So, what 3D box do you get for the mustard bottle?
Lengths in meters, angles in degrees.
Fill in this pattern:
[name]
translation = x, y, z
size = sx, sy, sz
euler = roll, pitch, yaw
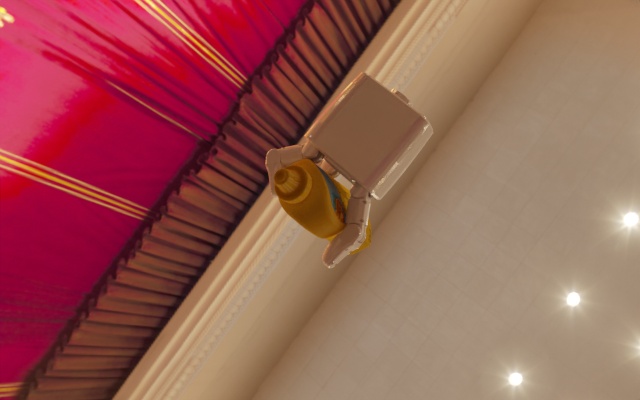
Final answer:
[mustard bottle]
translation = 0.000, 0.002, 0.571
size = 0.058, 0.096, 0.192
euler = -28, -26, 15
